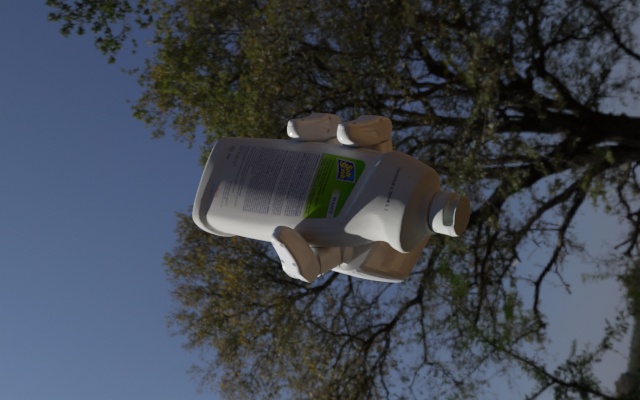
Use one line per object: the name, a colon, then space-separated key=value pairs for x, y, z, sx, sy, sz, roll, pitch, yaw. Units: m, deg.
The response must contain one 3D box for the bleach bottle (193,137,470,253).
bleach bottle: x=0.000 y=0.001 z=0.412 sx=0.251 sy=0.102 sz=0.068 roll=10 pitch=-8 yaw=37
